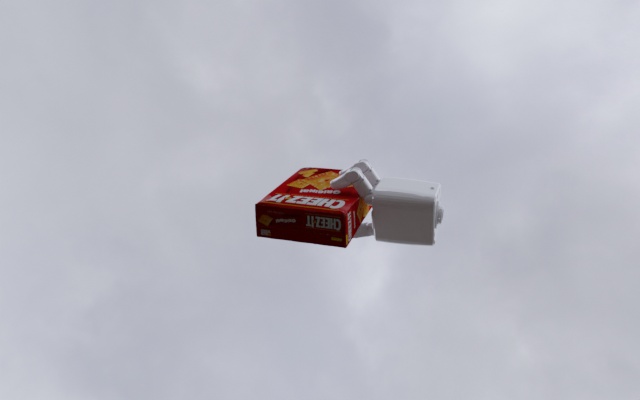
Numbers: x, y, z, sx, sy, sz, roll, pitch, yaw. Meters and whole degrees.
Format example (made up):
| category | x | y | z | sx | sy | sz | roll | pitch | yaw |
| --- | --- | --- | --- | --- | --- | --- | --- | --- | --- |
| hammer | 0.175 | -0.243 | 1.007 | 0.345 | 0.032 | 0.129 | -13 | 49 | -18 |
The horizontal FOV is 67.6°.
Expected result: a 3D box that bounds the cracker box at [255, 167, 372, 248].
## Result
| category | x | y | z | sx | sy | sz | roll | pitch | yaw |
| --- | --- | --- | --- | --- | --- | --- | --- | --- | --- |
| cracker box | 0.000 | 0.003 | 0.877 | 0.164 | 0.072 | 0.213 | 5 | 22 | 19 |
